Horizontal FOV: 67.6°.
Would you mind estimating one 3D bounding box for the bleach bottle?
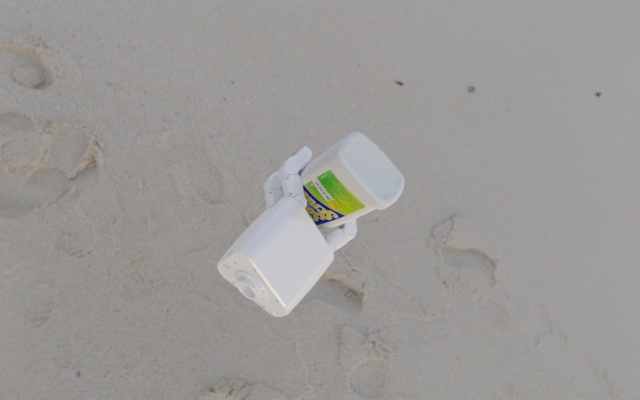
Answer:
[{"bbox_3d":[0.000,0.002,0.675,0.068,0.102,0.251,-48,8,-37],"label":"bleach bottle"}]
